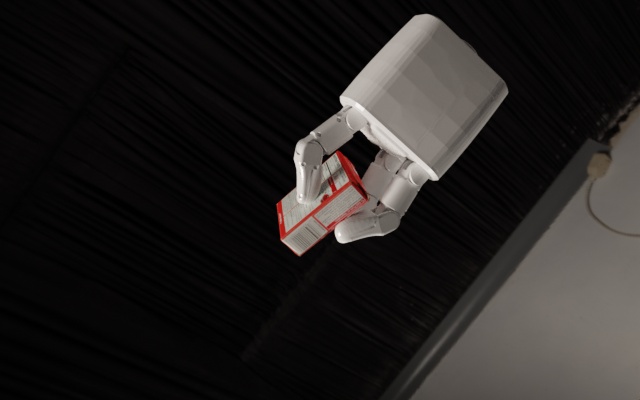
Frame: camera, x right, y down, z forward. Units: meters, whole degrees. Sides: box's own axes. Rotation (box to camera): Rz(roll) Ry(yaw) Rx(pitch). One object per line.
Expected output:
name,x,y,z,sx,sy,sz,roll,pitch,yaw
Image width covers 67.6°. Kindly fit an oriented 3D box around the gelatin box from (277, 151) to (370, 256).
gelatin box,0.000,0.001,0.464,0.089,0.030,0.073,-40,26,11
